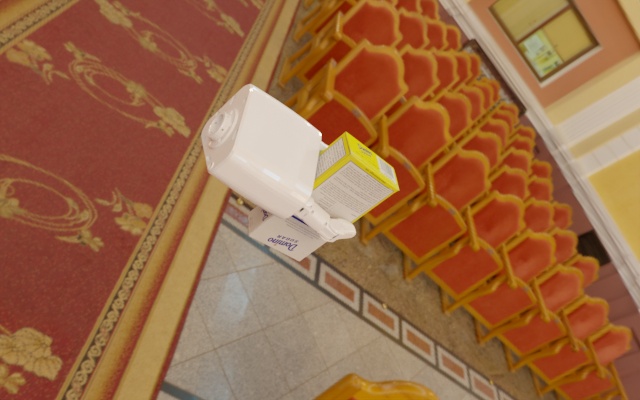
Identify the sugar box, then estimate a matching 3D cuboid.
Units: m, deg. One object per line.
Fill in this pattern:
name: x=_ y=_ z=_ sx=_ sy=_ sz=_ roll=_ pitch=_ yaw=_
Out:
sugar box: x=0.000 y=0.001 z=0.591 sx=0.176 sy=0.048 sz=0.093 roll=-35 pitch=-49 yaw=28
